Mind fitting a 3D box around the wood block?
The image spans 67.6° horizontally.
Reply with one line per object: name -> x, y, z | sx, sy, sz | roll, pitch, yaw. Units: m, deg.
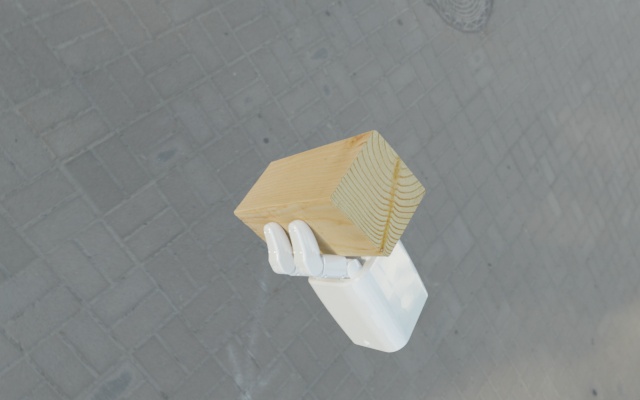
wood block -> 0.001, 0.002, 0.536 | 0.090, 0.090, 0.206 | 45, -28, -22
